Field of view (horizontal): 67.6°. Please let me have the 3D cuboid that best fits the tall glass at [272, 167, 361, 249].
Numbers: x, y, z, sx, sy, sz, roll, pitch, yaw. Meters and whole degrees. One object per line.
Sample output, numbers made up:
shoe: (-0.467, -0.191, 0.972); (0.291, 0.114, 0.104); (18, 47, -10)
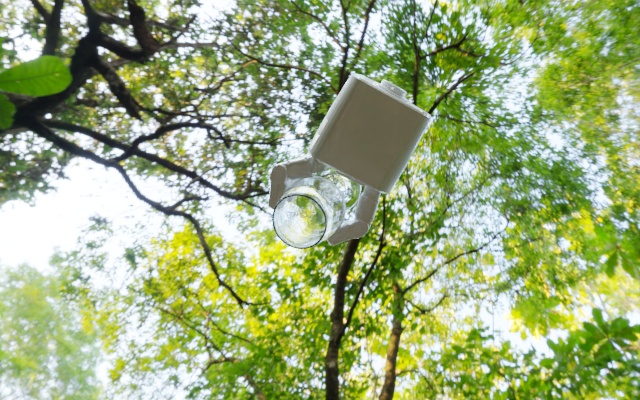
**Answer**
tall glass: (0.000, 0.002, 0.606); (0.079, 0.079, 0.201); (0, 13, 14)
